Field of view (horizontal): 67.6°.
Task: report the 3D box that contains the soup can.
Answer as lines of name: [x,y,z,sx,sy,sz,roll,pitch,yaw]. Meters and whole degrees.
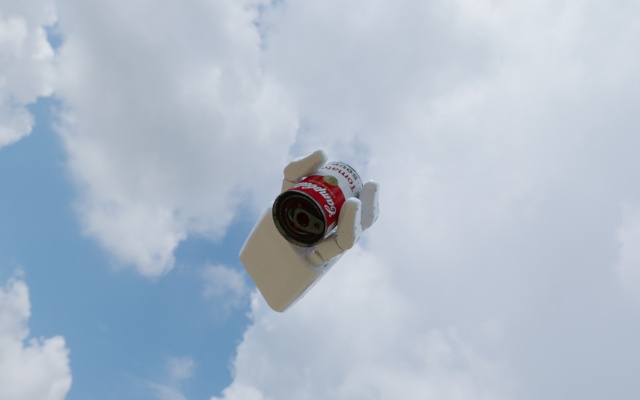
soup can: [0.000,0.001,0.553,0.068,0.068,0.102,0,22,31]
